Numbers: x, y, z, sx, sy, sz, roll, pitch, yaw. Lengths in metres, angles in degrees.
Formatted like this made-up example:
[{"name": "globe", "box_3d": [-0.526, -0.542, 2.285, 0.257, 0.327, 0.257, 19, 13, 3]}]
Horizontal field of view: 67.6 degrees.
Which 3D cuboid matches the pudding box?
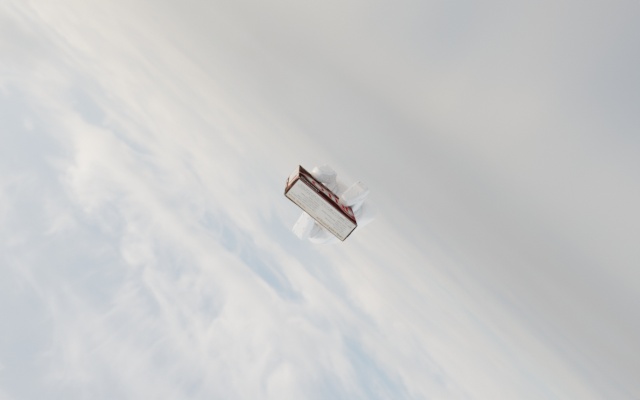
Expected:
[{"name": "pudding box", "box_3d": [0.000, 0.002, 0.705, 0.113, 0.039, 0.090, 37, 10, -11]}]
